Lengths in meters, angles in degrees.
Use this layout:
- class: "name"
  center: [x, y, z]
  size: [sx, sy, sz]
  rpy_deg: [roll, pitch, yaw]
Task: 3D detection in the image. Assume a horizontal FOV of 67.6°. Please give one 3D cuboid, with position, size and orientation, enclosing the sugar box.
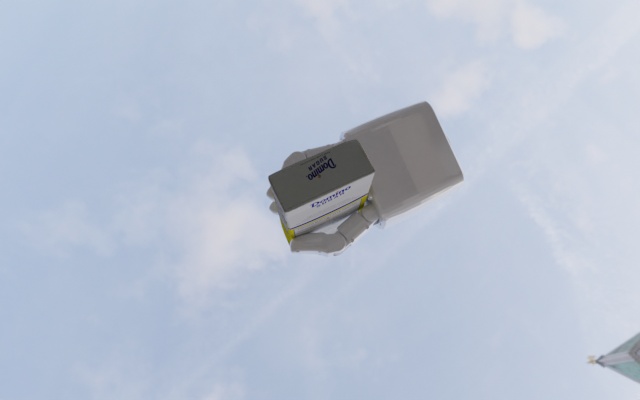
- class: "sugar box"
  center: [0.000, 0.001, 0.510]
  size: [0.093, 0.048, 0.176]
  rpy_deg: [-24, -18, -9]
